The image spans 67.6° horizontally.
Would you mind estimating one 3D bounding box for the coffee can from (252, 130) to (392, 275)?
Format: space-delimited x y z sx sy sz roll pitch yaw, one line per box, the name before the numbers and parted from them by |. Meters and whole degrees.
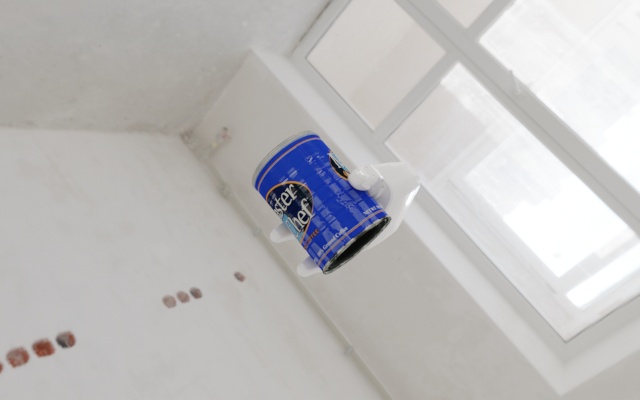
coffee can | 0.000 0.002 0.569 0.103 0.140 0.103 -37 -15 -12
